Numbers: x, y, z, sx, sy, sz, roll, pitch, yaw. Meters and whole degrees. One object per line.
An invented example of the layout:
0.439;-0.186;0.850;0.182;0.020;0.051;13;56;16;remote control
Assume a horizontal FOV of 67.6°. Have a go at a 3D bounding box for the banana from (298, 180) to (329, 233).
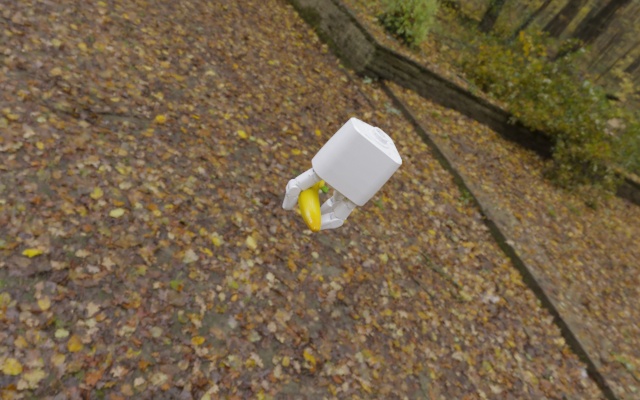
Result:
-0.012;-0.012;0.868;0.037;0.069;0.197;-39;13;21;banana
